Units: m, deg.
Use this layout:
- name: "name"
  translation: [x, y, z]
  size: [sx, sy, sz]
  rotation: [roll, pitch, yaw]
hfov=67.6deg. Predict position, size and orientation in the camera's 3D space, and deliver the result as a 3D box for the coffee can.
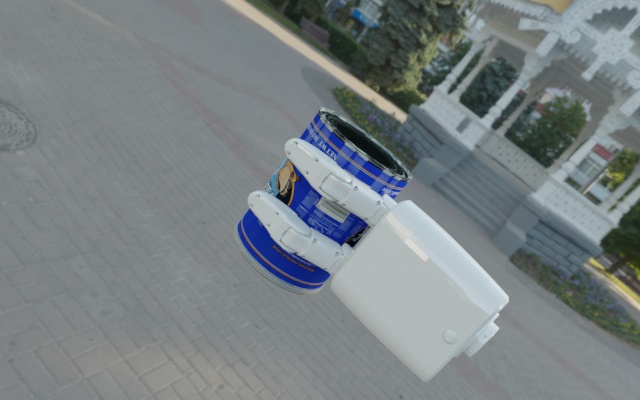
- name: "coffee can"
  translation: [0.000, 0.001, 0.442]
  size: [0.103, 0.140, 0.102]
  rotation: [33, 18, -12]
